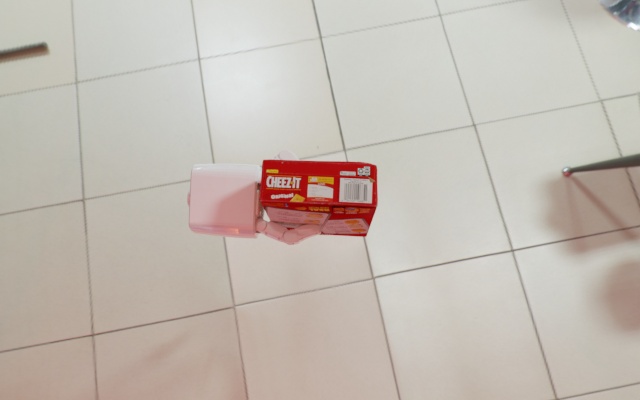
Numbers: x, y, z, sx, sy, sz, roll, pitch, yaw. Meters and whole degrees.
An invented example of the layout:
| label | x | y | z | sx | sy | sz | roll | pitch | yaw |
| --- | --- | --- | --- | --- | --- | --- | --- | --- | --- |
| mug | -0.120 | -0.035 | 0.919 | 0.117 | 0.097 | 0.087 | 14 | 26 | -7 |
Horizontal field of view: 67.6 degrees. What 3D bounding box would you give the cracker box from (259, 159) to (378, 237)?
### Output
| label | x | y | z | sx | sy | sz | roll | pitch | yaw |
| --- | --- | --- | --- | --- | --- | --- | --- | --- | --- |
| cracker box | 0.000 | 0.003 | 0.757 | 0.164 | 0.072 | 0.214 | 2 | -15 | 2 |
